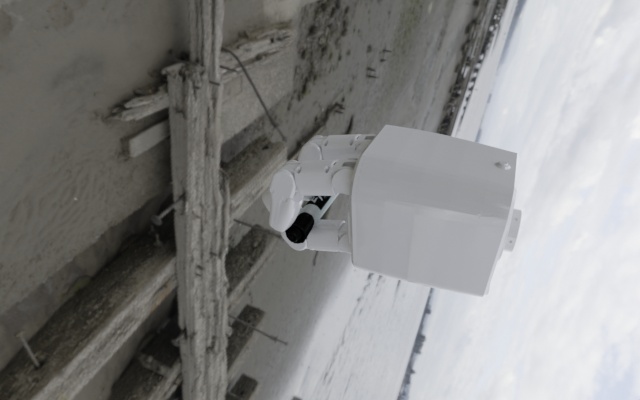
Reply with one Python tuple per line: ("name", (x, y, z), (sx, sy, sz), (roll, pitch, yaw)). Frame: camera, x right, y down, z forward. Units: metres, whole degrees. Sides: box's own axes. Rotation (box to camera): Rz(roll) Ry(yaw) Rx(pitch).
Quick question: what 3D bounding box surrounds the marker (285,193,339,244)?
("marker", (0.000, 0.001, 0.429), (0.020, 0.020, 0.121), (0, 28, 25))
